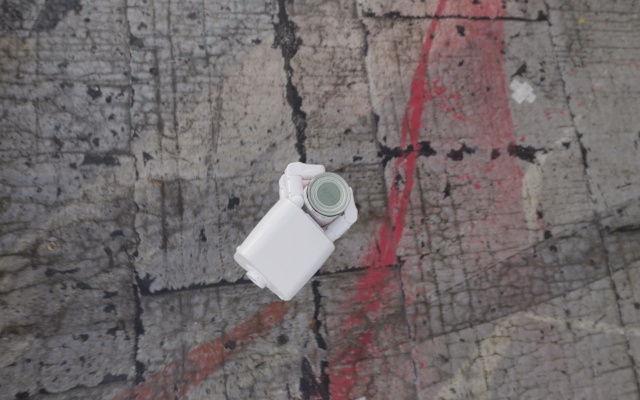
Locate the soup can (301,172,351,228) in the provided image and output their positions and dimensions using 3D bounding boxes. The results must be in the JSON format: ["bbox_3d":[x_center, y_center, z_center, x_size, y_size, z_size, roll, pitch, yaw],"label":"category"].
[{"bbox_3d":[0.001,0.002,0.730,0.068,0.068,0.102,0,-14,-15],"label":"soup can"}]
